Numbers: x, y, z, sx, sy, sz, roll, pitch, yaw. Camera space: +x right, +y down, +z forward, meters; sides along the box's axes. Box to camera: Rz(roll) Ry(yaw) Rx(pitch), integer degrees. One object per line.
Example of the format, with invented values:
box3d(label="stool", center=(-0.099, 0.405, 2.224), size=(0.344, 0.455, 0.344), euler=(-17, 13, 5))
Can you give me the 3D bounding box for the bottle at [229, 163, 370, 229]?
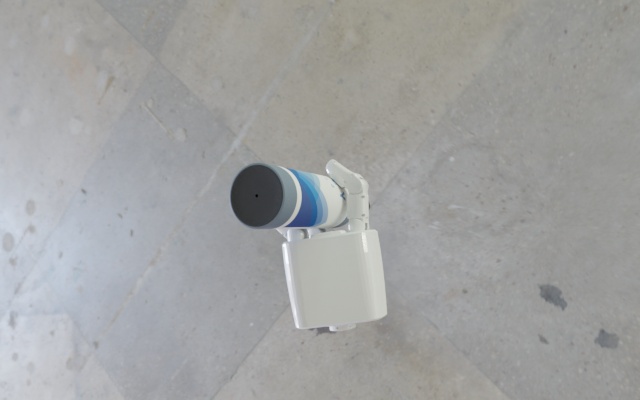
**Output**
box3d(label="bottle", center=(0.000, 0.002, 0.605), size=(0.069, 0.069, 0.296), euler=(0, -3, 26))
